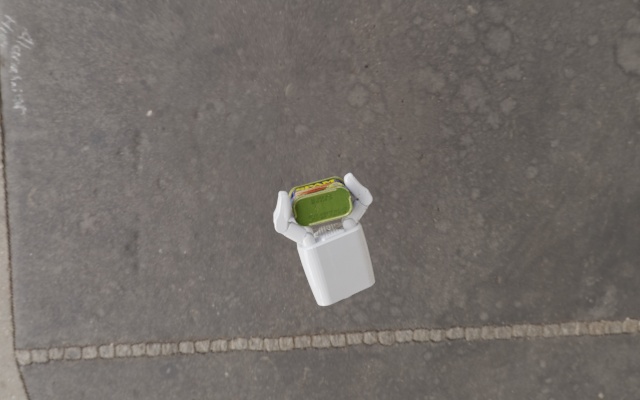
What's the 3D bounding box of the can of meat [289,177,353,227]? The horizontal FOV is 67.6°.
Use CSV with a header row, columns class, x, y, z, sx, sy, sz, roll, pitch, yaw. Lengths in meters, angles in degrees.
class,x,y,z,sx,sy,sz,roll,pitch,yaw
can of meat,0.000,0.003,0.792,0.102,0.057,0.084,-15,13,-2
